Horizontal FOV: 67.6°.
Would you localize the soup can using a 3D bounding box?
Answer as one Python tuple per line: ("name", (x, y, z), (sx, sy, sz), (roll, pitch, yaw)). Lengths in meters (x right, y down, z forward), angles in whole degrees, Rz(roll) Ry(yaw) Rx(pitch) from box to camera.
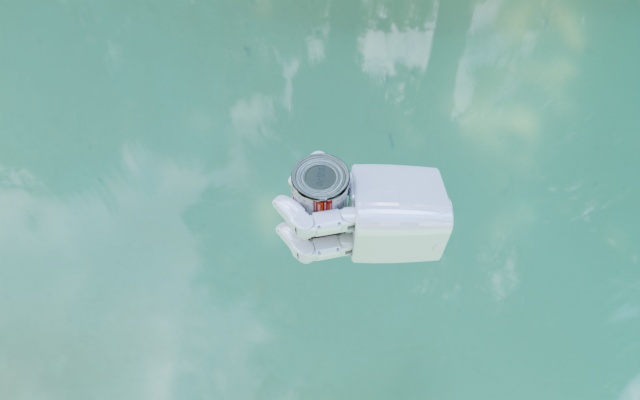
("soup can", (0.000, 0.002, 0.566), (0.068, 0.068, 0.102), (0, -36, 0))
